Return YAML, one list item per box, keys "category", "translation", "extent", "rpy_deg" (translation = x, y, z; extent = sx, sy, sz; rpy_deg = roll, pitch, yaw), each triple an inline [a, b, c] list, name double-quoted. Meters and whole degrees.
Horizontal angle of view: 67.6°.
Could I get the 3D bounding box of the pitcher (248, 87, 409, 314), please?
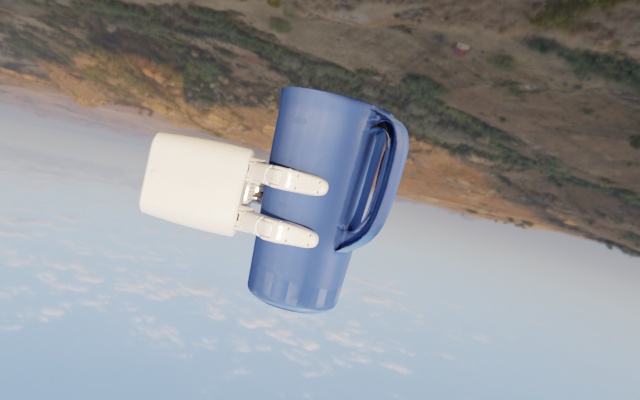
- category: "pitcher"
  translation: [0.000, 0.002, 0.546]
  extent: [0.145, 0.243, 0.149]
  rpy_deg: [13, 3, -2]
